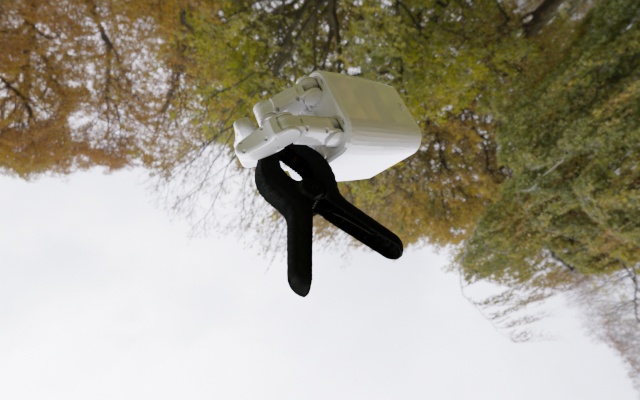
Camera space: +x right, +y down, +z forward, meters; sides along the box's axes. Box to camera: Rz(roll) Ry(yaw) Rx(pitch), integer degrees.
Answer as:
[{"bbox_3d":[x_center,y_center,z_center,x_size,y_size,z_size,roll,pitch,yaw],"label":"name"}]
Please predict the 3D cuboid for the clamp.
[{"bbox_3d":[0.000,0.002,0.439,0.120,0.171,0.039,-2,-34,-36],"label":"clamp"}]
